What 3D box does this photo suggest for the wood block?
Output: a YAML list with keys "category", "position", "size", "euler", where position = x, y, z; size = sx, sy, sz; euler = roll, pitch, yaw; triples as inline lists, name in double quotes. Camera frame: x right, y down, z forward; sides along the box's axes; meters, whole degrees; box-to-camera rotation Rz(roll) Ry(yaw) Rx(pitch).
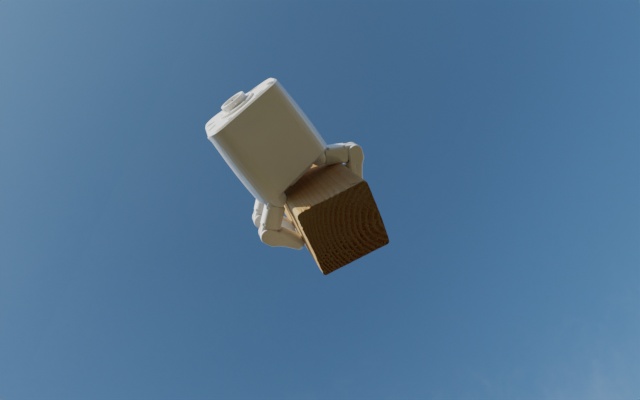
- category: "wood block"
  position: [0.000, 0.002, 0.639]
  size: [0.091, 0.090, 0.206]
  euler: [-26, 23, -7]
